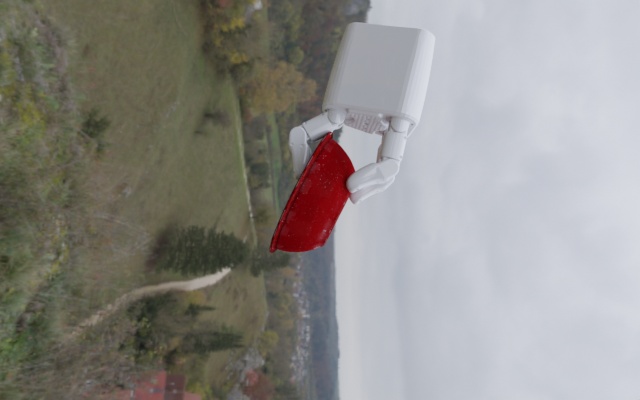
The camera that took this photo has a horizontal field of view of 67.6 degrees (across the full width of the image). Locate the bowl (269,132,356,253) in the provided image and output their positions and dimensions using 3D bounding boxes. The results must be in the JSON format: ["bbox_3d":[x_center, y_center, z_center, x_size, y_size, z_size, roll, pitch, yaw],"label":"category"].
[{"bbox_3d":[0.000,0.003,0.570,0.055,0.162,0.162,27,2,3],"label":"bowl"}]
